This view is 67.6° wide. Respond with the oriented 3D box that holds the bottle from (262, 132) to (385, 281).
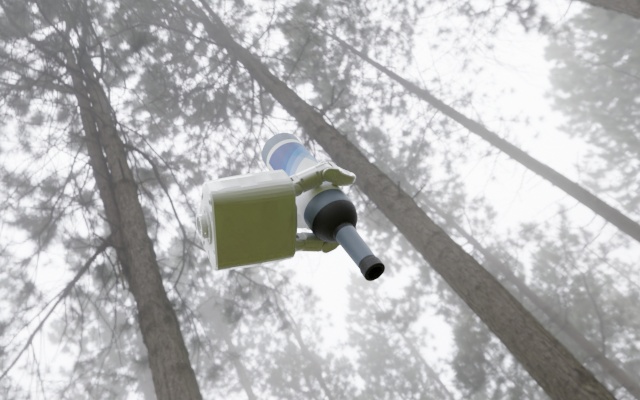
[{"bbox_3d":[0.000,0.002,0.655,0.069,0.069,0.295,0,33,-31],"label":"bottle"}]
